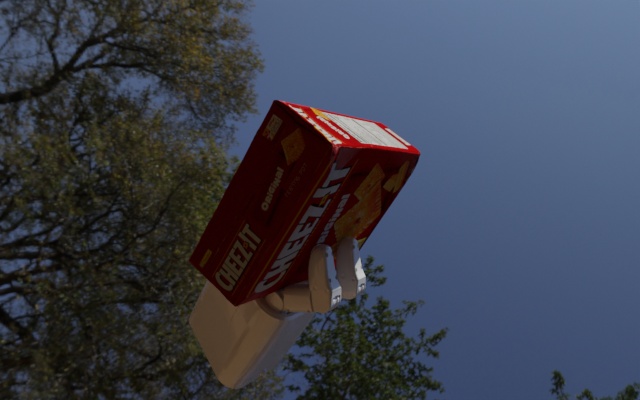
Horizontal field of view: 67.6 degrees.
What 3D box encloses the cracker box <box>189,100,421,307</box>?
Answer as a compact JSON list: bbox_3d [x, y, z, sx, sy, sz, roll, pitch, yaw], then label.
[{"bbox_3d":[0.000,0.001,0.466,0.072,0.164,0.213,39,21,21],"label":"cracker box"}]
